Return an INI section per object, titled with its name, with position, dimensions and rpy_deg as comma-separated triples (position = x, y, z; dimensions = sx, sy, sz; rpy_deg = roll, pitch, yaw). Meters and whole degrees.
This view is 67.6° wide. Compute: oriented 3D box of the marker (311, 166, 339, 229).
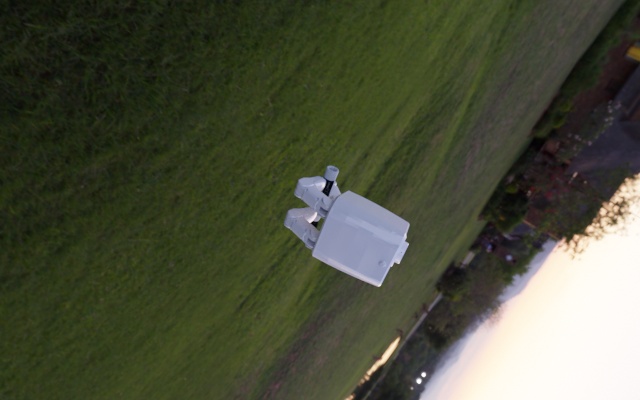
[marker]
position = 0.000, 0.002, 0.731
dimensions = 0.020, 0.121, 0.020
rpy_deg = 15, 31, -9
